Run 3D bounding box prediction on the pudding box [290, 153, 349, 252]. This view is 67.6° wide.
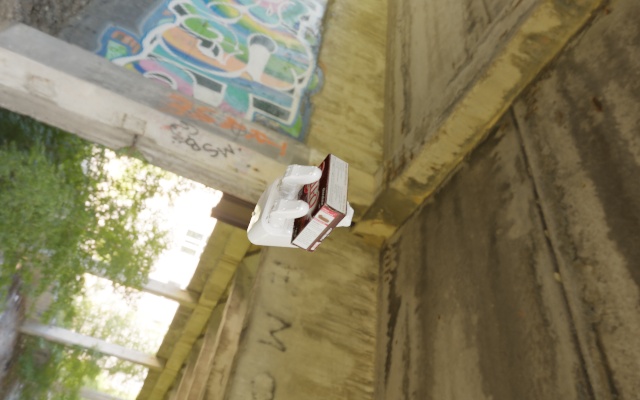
[{"bbox_3d":[0.000,0.002,0.660,0.039,0.113,0.090,25,-51,-19],"label":"pudding box"}]
